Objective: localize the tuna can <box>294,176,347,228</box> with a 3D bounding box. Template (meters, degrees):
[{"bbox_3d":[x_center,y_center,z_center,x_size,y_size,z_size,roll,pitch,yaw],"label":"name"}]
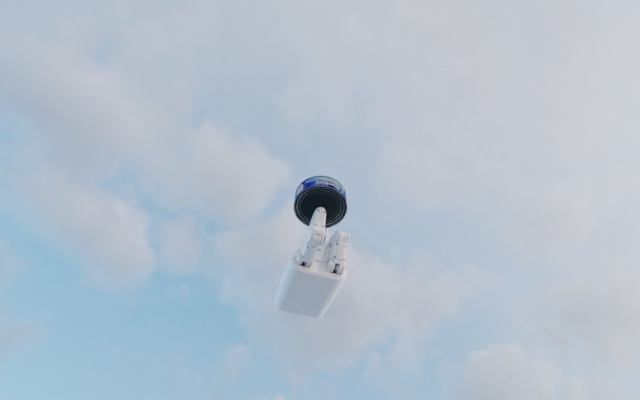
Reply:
[{"bbox_3d":[0.000,0.002,0.771,0.086,0.086,0.033,0,37,1],"label":"tuna can"}]
